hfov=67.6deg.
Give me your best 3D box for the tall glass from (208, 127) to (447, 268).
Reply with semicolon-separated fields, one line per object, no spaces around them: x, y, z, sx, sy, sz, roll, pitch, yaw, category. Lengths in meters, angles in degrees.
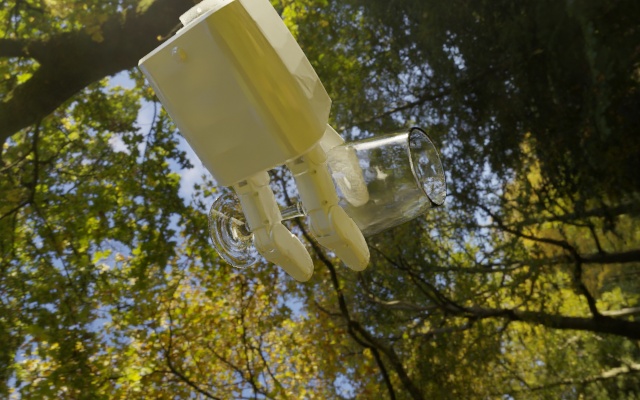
0.000;0.002;0.404;0.201;0.079;0.079;-18;-10;33;tall glass
